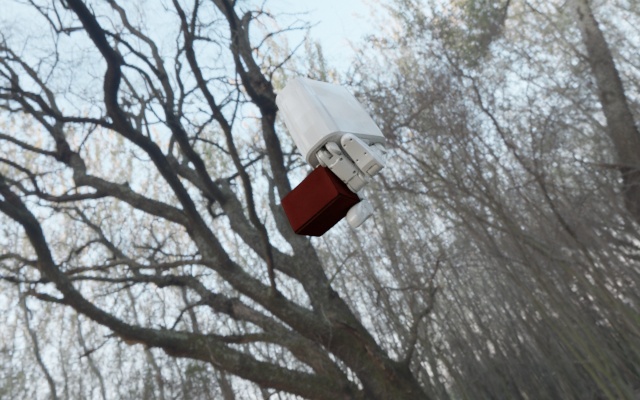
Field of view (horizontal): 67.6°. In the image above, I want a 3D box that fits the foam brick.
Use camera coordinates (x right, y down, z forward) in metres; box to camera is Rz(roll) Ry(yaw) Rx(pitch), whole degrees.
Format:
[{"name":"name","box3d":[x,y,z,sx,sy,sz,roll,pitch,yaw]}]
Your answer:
[{"name":"foam brick","box3d":[0.000,0.002,0.594,0.078,0.051,0.053,-41,-30,21]}]
